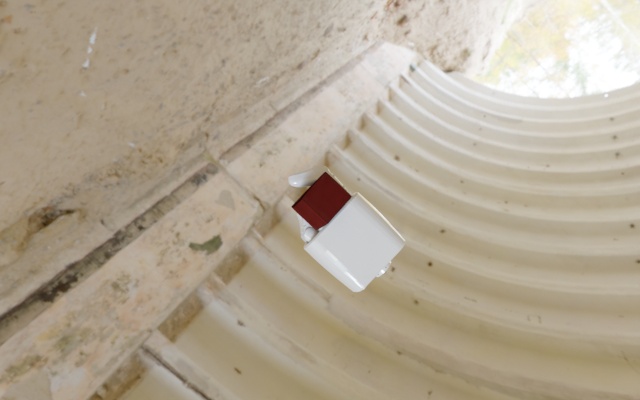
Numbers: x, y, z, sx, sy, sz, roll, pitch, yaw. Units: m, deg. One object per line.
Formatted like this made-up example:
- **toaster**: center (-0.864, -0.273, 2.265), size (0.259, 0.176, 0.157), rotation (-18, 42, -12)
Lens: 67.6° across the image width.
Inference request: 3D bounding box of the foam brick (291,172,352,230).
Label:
- **foam brick**: center (0.000, 0.002, 0.669), size (0.051, 0.053, 0.078), rotation (44, -16, -2)
